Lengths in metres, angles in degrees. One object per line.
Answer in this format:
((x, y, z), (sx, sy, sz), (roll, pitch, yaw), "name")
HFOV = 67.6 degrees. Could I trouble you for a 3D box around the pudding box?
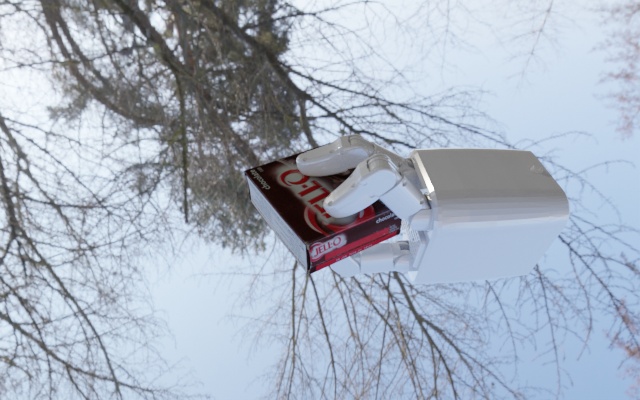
((0.000, 0.001, 0.401), (0.090, 0.039, 0.113), (-20, 40, -25), "pudding box")
